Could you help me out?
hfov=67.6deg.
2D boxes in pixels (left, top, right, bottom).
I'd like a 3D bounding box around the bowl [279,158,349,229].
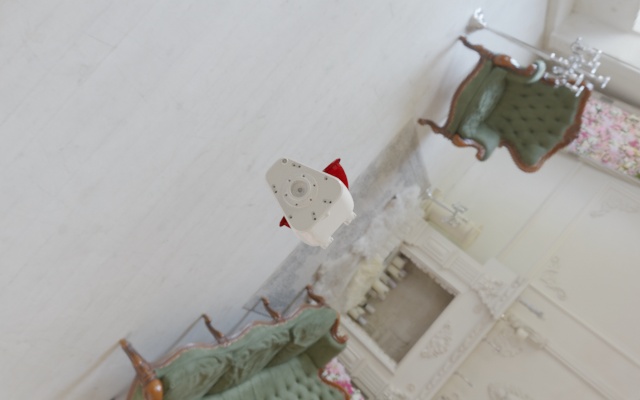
[{"bbox_3d":[0.001,0.003,0.846,0.055,0.162,0.162,42,4,4],"label":"bowl"}]
